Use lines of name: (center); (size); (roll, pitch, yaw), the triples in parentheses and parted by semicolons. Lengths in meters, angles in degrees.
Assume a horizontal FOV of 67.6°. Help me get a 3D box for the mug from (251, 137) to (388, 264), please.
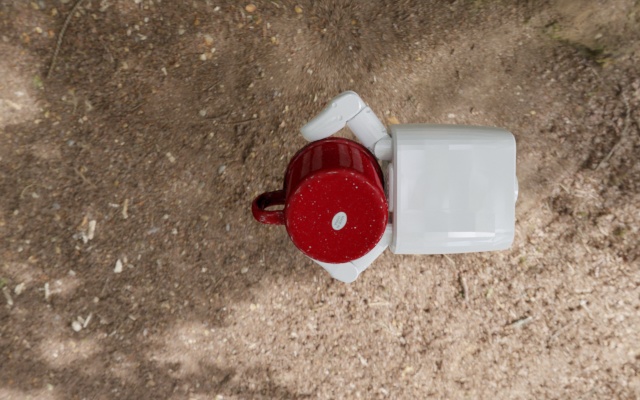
mug: (-0.001, 0.001, 0.401); (0.117, 0.093, 0.081); (-3, 20, 1)
